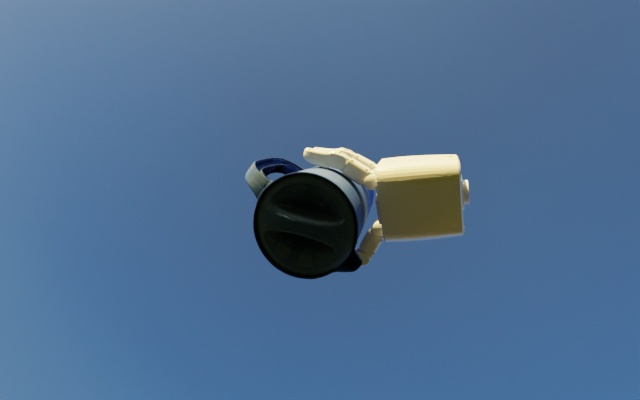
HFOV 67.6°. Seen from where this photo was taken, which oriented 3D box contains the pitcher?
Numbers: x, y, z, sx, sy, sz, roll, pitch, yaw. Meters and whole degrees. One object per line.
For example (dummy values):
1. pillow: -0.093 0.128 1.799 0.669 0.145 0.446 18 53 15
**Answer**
1. pitcher: 0.000 0.002 0.683 0.145 0.149 0.243 -5 10 15
